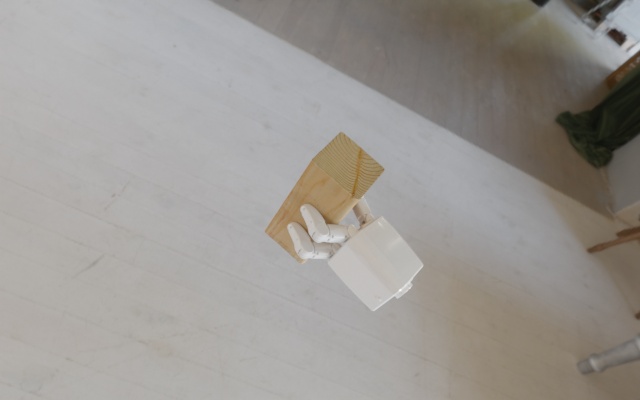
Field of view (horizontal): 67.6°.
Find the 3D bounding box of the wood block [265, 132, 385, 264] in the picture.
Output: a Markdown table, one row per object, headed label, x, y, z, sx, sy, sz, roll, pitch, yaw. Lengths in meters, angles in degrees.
| label | x | y | z | sx | sy | sz | roll | pitch | yaw |
| --- | --- | --- | --- | --- | --- | --- | --- | --- | --- |
| wood block | 0.001 | 0.003 | 0.762 | 0.090 | 0.090 | 0.206 | -46 | -4 | -42 |
